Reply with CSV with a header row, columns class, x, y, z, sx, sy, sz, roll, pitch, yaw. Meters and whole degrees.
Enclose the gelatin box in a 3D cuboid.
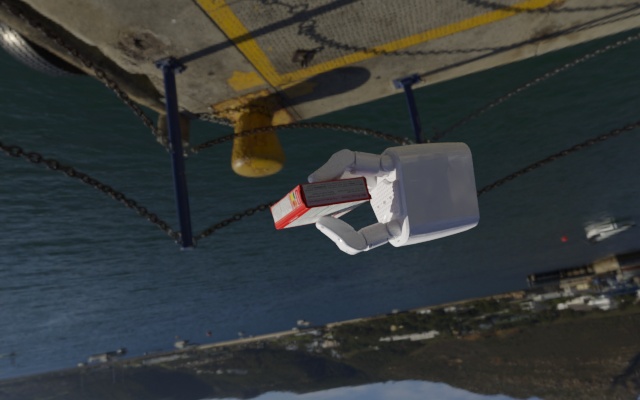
class,x,y,z,sx,sy,sz,roll,pitch,yaw
gelatin box,0.000,0.002,0.530,0.089,0.030,0.073,-9,-14,-34
